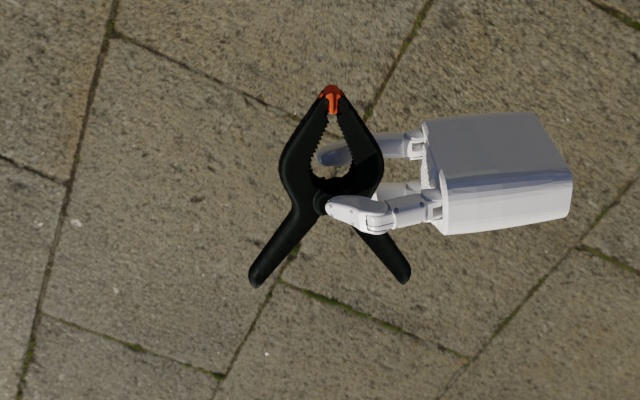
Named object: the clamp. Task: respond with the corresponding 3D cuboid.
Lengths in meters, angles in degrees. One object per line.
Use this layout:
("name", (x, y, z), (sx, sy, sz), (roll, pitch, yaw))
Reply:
("clamp", (0.000, 0.001, 0.444), (0.164, 0.210, 0.036), (-8, 28, 0))
